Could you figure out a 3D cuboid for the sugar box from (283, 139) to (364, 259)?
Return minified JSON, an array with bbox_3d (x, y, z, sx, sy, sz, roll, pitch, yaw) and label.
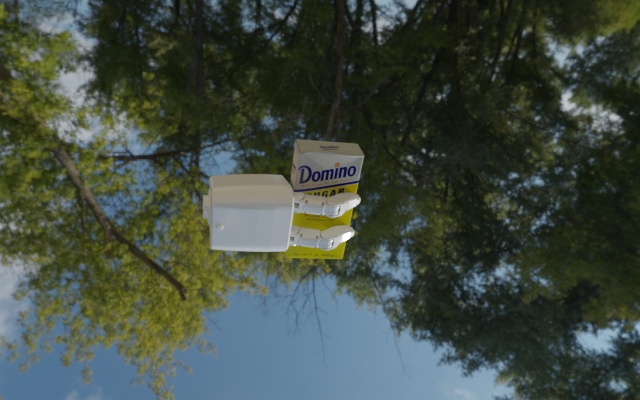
[{"bbox_3d":[0.000,0.003,0.693,0.093,0.176,0.048,2,32,-12],"label":"sugar box"}]
